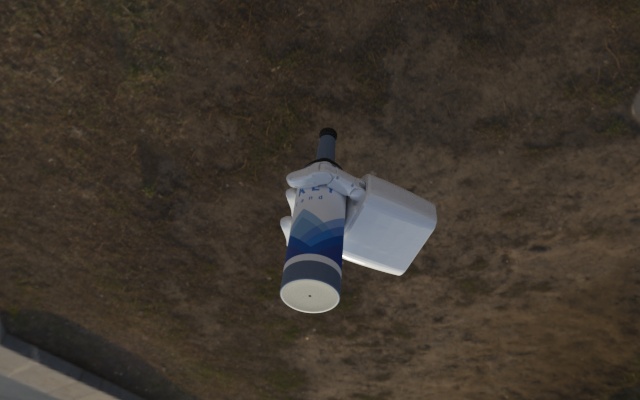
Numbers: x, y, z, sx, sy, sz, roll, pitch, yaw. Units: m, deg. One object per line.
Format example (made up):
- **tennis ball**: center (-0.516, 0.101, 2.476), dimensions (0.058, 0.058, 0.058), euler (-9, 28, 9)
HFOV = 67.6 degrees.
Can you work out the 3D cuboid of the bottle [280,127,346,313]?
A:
- **bottle**: center (0.000, 0.002, 0.626), dimensions (0.069, 0.069, 0.295), euler (3, 45, 3)
